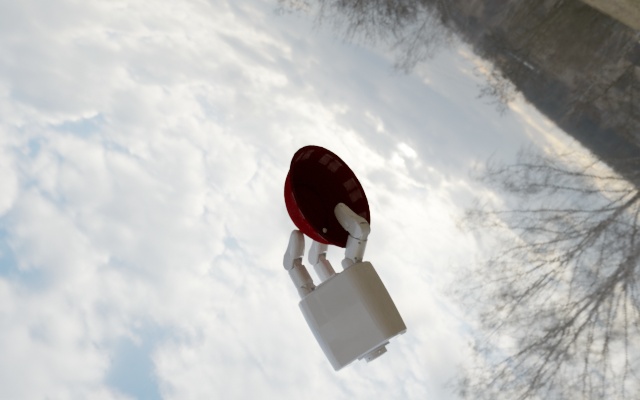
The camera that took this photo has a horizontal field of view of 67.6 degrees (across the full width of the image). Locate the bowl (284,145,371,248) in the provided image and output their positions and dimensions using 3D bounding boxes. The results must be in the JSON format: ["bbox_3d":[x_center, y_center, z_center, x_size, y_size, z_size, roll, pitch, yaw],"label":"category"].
[{"bbox_3d":[0.000,0.001,0.692,0.055,0.162,0.162,-30,-20,37],"label":"bowl"}]
